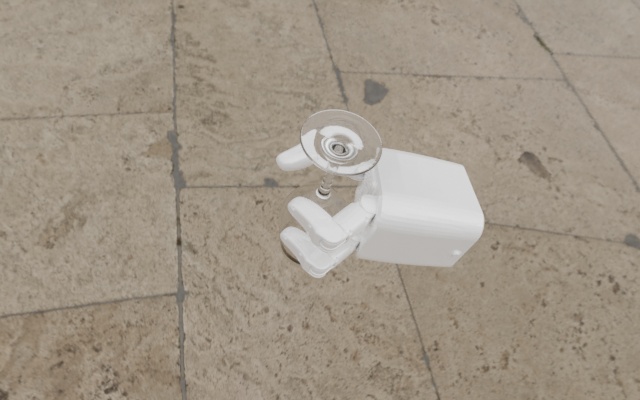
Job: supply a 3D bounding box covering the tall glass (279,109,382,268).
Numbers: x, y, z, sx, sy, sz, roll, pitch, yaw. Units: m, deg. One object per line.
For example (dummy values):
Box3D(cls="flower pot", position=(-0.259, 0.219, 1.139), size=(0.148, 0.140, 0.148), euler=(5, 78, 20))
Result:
Box3D(cls="tall glass", position=(0.000, 0.001, 0.498), size=(0.079, 0.079, 0.201), euler=(0, -33, -13))
